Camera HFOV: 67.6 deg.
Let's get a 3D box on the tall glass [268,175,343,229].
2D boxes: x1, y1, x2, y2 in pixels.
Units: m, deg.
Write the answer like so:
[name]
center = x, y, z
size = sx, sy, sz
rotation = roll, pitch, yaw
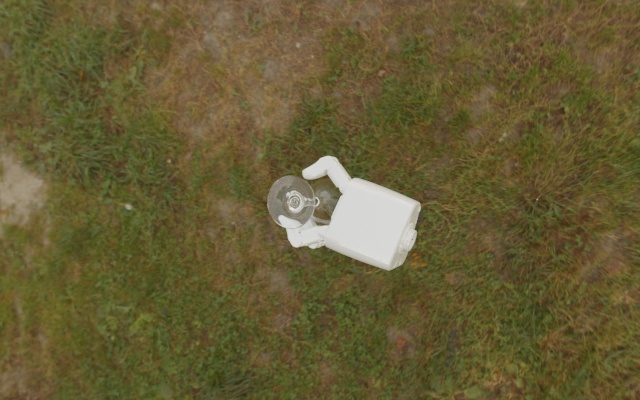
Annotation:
[tall glass]
center = 0.000, 0.002, 0.750
size = 0.079, 0.079, 0.201
rotation = 0, 0, 24
